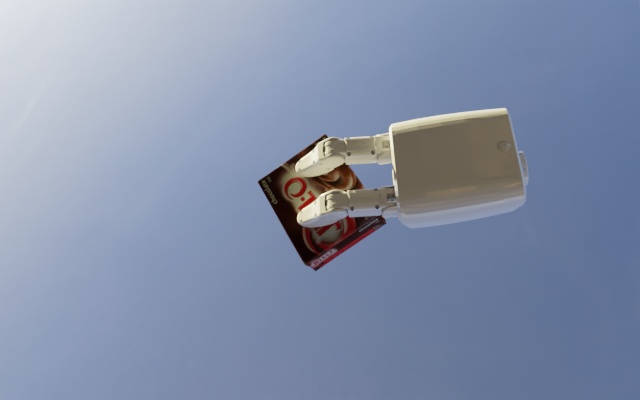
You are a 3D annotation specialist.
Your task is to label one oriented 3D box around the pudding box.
[{"bbox_3d":[0.000,0.002,0.491,0.090,0.113,0.039,-34,-29,3],"label":"pudding box"}]
